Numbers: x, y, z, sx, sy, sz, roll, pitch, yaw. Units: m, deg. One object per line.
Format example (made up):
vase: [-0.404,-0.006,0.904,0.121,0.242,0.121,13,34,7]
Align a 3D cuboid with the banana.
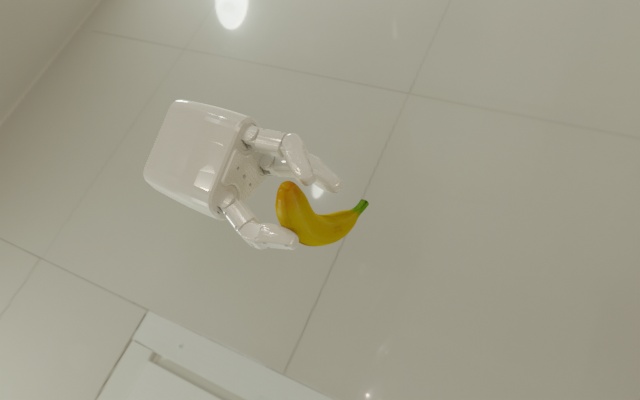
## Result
banana: [-0.005,0.019,0.536,0.037,0.069,0.198,23,6,26]
